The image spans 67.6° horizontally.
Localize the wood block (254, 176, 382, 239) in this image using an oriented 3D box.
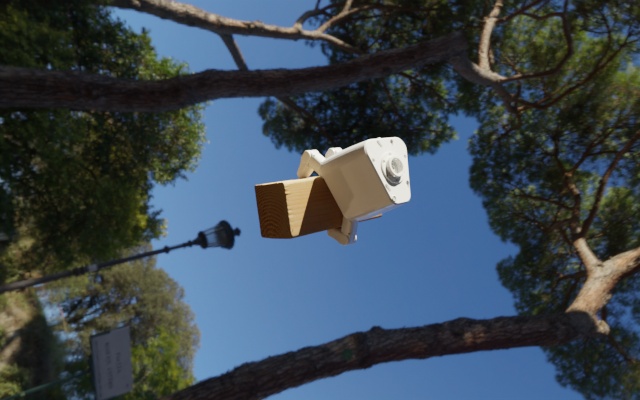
[{"bbox_3d":[0.001,0.003,0.827,0.206,0.091,0.090,-10,4,-39],"label":"wood block"}]
